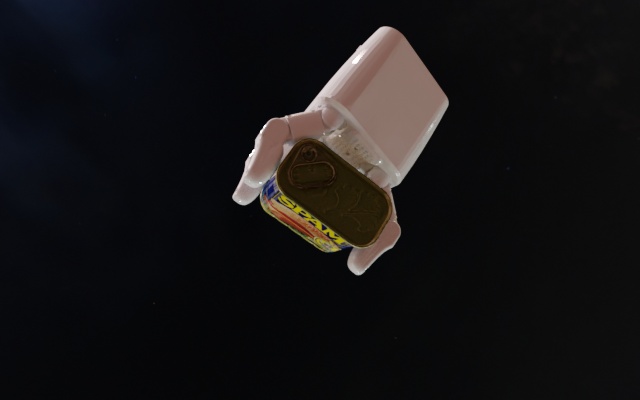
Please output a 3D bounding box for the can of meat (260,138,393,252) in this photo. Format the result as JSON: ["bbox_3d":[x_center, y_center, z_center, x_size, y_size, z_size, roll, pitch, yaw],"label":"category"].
[{"bbox_3d":[0.000,0.002,0.429,0.102,0.057,0.084,37,-20,-9],"label":"can of meat"}]
